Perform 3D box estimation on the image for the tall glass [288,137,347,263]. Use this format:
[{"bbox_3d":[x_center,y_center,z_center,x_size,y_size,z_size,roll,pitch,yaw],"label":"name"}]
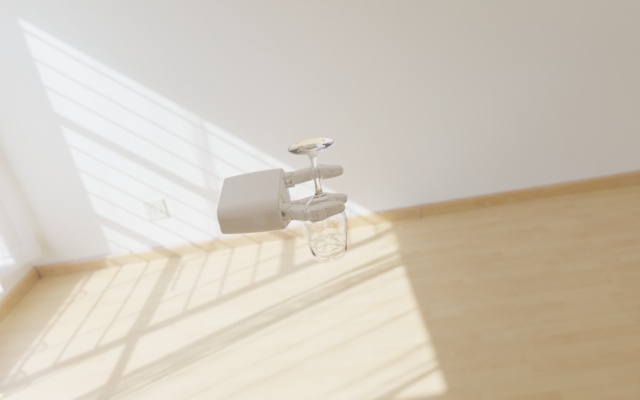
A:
[{"bbox_3d":[0.000,0.002,0.791,0.079,0.201,0.079,-9,24,4],"label":"tall glass"}]
